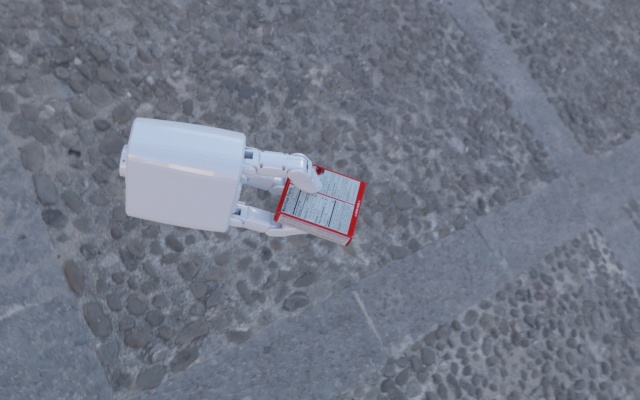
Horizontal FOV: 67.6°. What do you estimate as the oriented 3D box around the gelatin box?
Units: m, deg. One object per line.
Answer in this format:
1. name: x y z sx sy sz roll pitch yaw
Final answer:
1. gelatin box: 0.001 0.002 0.535 0.089 0.073 0.030 19 -29 -5
